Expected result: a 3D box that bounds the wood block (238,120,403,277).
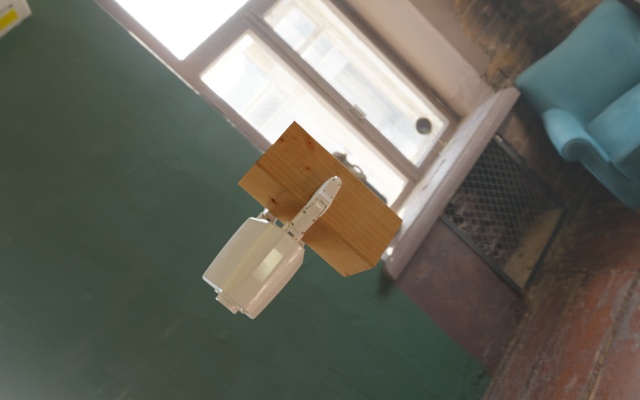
[{"bbox_3d":[0.000,0.002,0.668,0.206,0.090,0.091,42,-30,-8],"label":"wood block"}]
